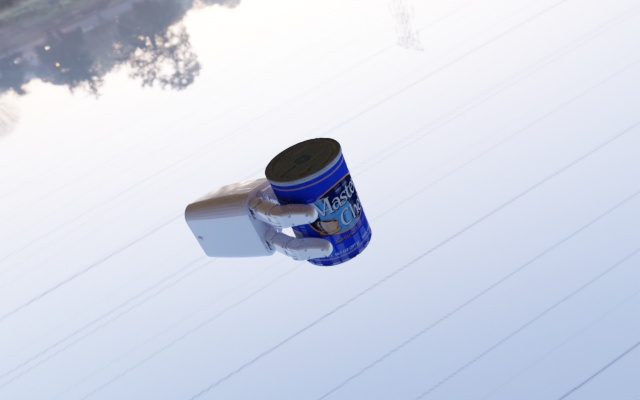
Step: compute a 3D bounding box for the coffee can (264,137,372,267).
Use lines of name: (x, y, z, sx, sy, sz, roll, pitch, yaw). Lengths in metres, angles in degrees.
coffee can: (0.000, 0.002, 0.634, 0.103, 0.140, 0.102, -17, 31, 10)
